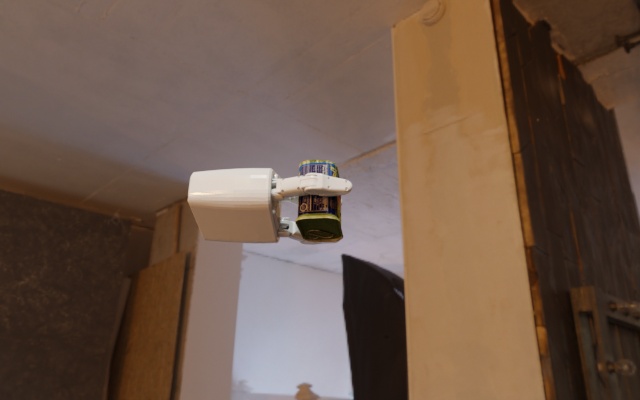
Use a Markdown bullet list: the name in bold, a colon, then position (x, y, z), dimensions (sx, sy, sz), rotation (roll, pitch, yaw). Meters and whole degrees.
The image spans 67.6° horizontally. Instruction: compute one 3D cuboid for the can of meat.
- **can of meat**: position (0.000, 0.002, 0.652), dimensions (0.057, 0.084, 0.102), rotation (-2, -22, 6)
